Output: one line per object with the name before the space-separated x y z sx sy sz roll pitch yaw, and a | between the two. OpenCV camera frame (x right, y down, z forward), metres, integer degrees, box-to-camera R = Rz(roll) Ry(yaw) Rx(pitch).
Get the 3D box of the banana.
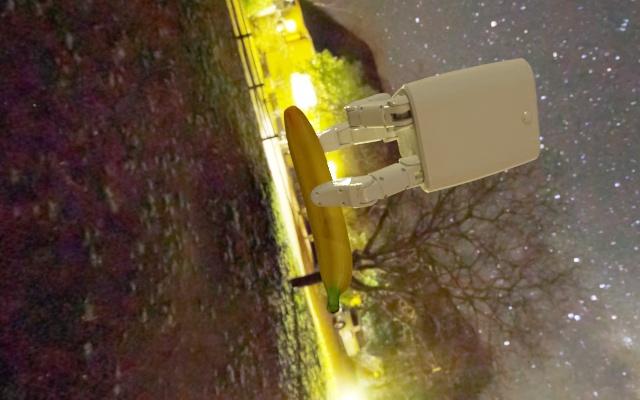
banana | 0.002 0.006 0.471 0.037 0.198 0.069 -14 -3 2
